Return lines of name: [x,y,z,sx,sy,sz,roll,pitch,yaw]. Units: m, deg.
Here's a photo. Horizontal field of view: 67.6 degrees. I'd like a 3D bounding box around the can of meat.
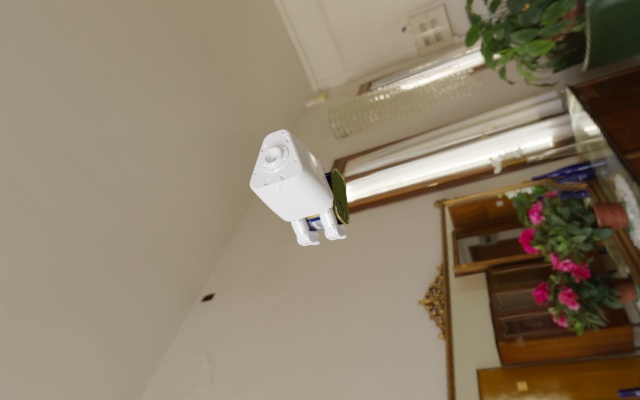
can of meat: [0.000,0.003,0.853,0.084,0.102,0.057,-15,-31,21]
